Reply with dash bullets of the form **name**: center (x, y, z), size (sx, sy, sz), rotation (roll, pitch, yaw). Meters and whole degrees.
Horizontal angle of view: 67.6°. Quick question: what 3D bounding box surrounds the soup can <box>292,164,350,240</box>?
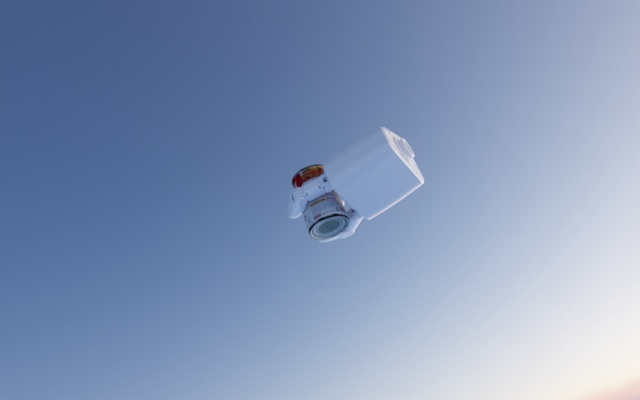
- **soup can**: center (0.000, 0.003, 0.758), size (0.068, 0.102, 0.069), rotation (-14, -32, -9)
